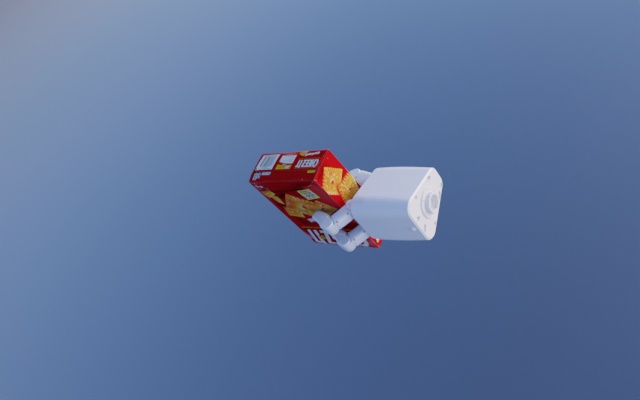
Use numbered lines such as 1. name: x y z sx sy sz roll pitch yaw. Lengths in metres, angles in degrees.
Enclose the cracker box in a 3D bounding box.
1. cracker box: 0.000 0.003 0.854 0.164 0.072 0.214 1 -34 42
